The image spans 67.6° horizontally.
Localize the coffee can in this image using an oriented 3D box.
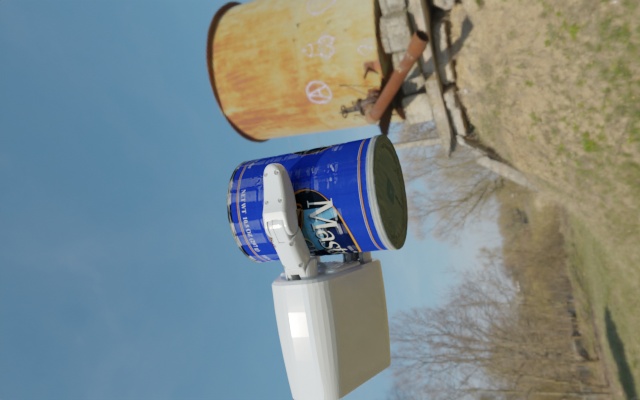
[{"bbox_3d":[0.000,0.001,0.447,0.140,0.103,0.103,-8,-3,23],"label":"coffee can"}]
